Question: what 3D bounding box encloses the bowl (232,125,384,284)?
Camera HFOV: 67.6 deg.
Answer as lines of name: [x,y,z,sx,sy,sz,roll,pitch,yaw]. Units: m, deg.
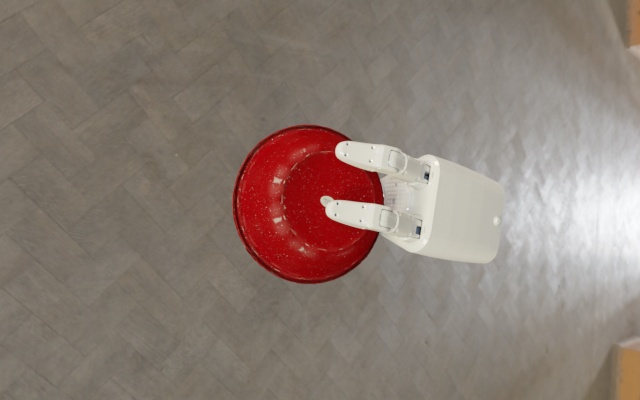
bowl: [-0.001,0.002,0.458,0.162,0.162,0.055,0,-4,-19]
